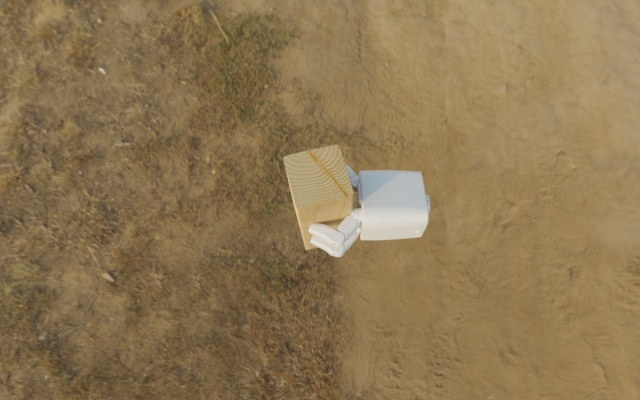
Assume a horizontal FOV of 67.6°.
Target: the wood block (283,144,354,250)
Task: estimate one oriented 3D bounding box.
[{"bbox_3d":[0.000,0.002,0.800,0.090,0.090,0.206,-14,-23,-4],"label":"wood block"}]
